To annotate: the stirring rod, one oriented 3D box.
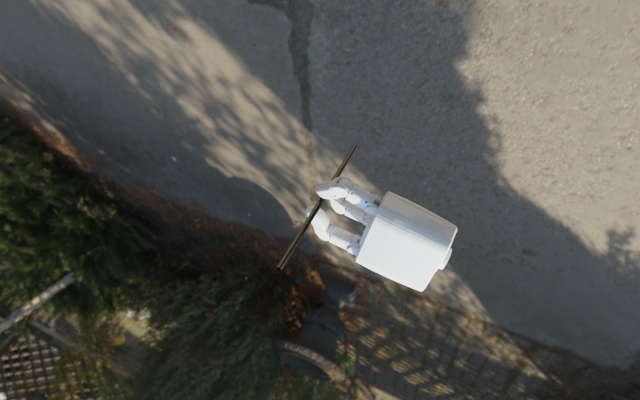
[{"bbox_3d":[0.000,0.002,0.674,0.011,0.239,0.011,22,-34,16],"label":"stirring rod"}]
